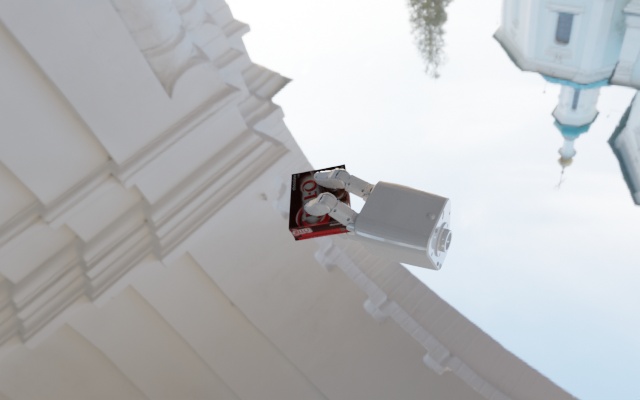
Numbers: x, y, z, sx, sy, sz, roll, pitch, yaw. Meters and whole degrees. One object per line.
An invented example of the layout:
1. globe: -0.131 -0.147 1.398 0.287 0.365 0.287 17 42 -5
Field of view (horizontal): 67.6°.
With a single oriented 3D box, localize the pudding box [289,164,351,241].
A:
1. pudding box: 0.000 0.002 0.730 0.090 0.113 0.039 -10 -43 11
